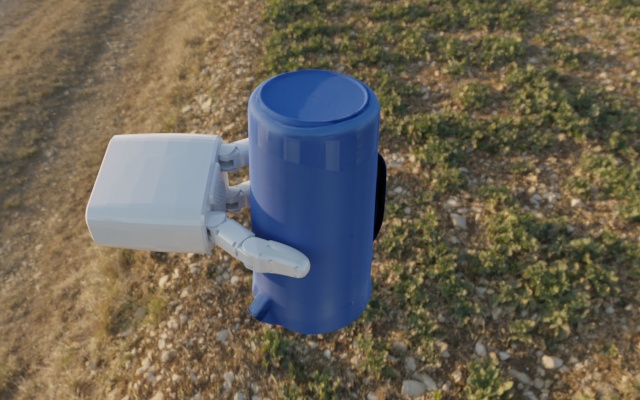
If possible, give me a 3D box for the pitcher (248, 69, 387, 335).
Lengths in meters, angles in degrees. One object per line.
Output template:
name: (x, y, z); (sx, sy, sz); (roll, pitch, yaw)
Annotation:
pitcher: (0.000, 0.002, 0.466); (0.145, 0.243, 0.149); (3, 41, 1)
